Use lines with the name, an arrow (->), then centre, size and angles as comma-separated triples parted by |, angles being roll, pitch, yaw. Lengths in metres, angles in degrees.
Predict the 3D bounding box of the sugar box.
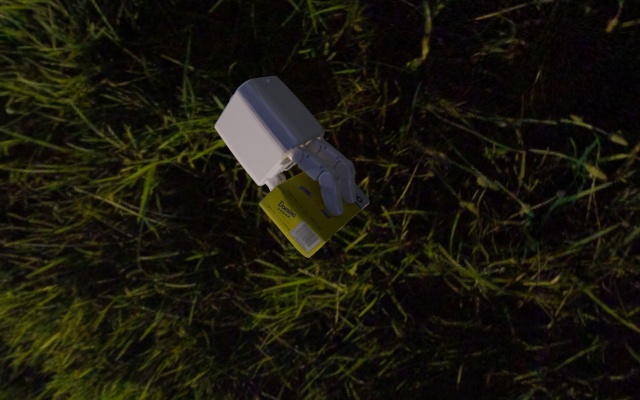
sugar box -> 0.000, 0.002, 0.654 | 0.048, 0.093, 0.176 | -42, -3, 31
